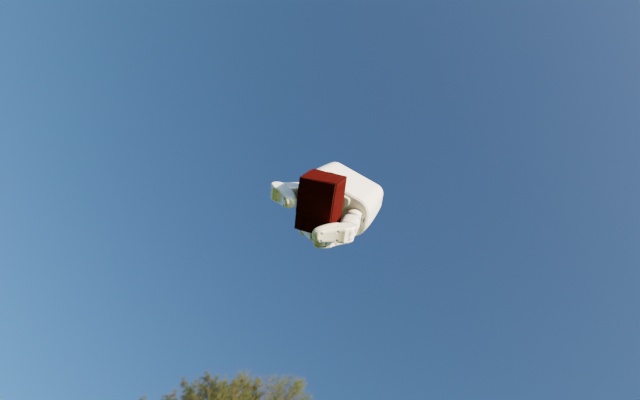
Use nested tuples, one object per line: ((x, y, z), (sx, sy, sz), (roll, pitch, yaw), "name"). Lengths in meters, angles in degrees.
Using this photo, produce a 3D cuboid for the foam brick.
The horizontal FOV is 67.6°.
((0.000, 0.002, 0.653), (0.053, 0.078, 0.051), (14, 22, 17), "foam brick")
